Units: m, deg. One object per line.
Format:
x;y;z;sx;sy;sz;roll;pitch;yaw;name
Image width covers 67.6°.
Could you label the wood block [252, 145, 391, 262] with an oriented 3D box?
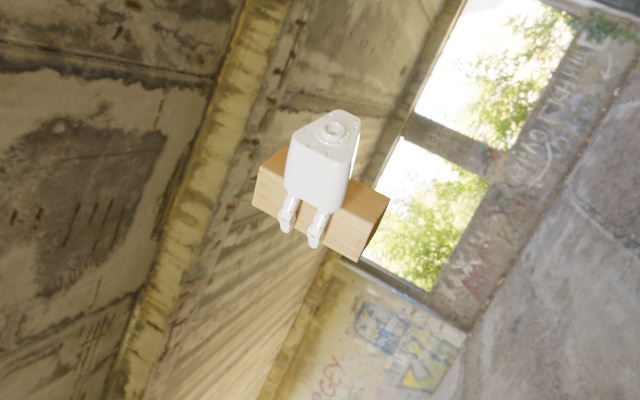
0.000;0.002;0.807;0.206;0.090;0.090;28;41;12;wood block
